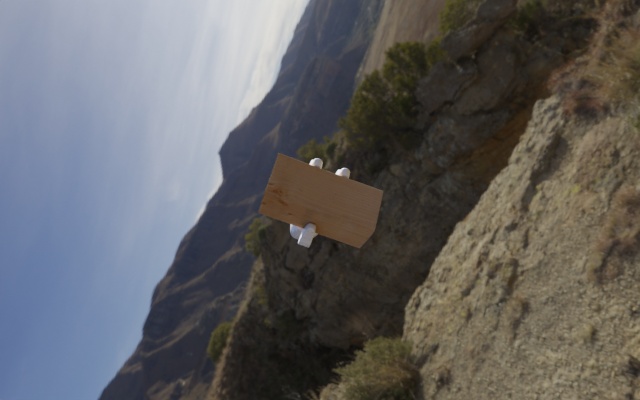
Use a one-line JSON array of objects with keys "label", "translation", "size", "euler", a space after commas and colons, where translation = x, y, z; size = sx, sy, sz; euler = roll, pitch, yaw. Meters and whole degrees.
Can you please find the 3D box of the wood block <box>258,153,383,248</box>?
[{"label": "wood block", "translation": [0.000, 0.003, 0.890], "size": [0.206, 0.090, 0.090], "euler": [19, -30, -6]}]
